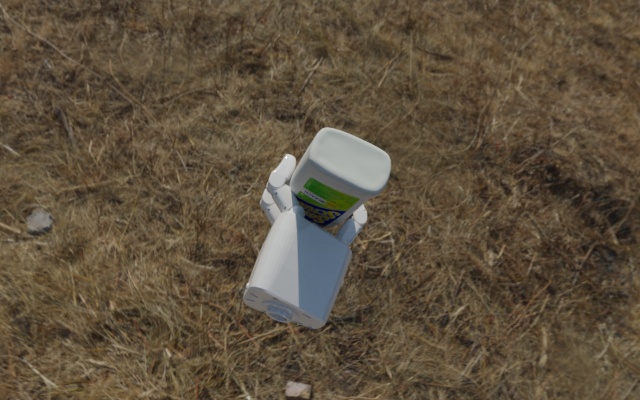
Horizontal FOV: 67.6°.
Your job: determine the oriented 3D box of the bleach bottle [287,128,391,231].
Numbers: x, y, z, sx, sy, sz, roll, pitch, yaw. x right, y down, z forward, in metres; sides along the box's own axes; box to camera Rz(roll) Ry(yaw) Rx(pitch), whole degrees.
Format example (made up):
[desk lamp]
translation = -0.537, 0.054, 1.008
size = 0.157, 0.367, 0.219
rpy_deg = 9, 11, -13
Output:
[bleach bottle]
translation = 0.000, 0.002, 0.656
size = 0.102, 0.068, 0.251
rpy_deg = 25, -29, -5
